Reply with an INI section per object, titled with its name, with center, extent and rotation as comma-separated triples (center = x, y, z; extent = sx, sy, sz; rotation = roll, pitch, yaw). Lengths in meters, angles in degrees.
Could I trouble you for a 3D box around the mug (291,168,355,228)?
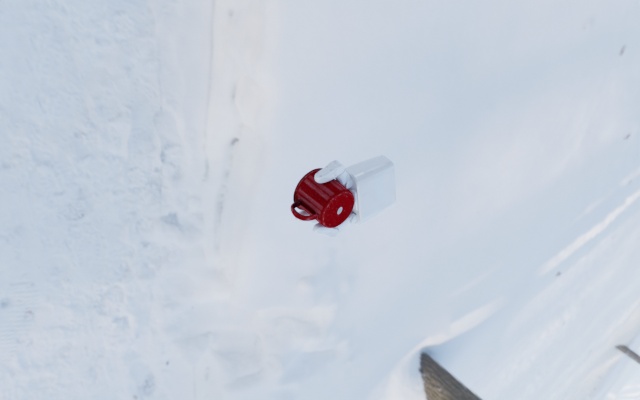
[mug]
center = -0.001, 0.003, 0.887
extent = 0.117, 0.093, 0.081
rotation = -26, 46, -30
